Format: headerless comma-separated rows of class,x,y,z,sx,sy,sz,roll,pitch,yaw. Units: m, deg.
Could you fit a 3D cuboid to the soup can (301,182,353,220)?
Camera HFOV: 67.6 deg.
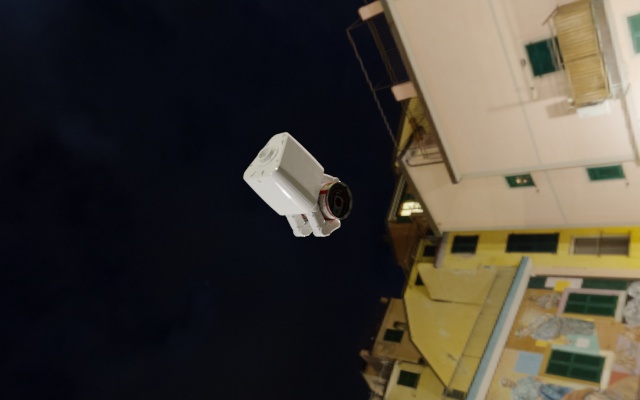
soup can,0.000,0.003,0.900,0.102,0.068,0.068,-5,-4,44
